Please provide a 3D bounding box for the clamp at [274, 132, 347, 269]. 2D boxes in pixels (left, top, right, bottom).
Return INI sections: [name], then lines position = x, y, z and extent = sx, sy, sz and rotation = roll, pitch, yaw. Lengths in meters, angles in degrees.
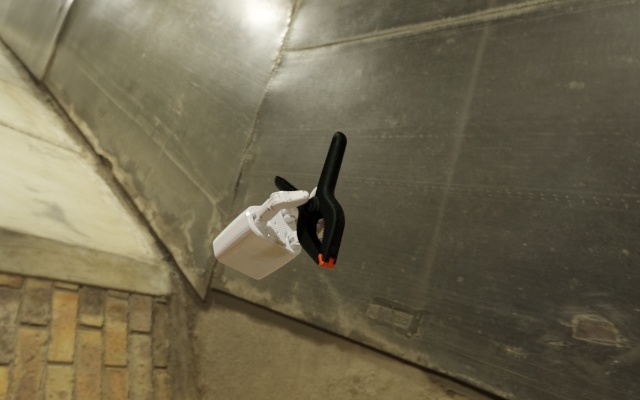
[clamp]
position = 0.000, 0.003, 0.755
extent = 0.036, 0.209, 0.165
rotation = 18, -46, -41
